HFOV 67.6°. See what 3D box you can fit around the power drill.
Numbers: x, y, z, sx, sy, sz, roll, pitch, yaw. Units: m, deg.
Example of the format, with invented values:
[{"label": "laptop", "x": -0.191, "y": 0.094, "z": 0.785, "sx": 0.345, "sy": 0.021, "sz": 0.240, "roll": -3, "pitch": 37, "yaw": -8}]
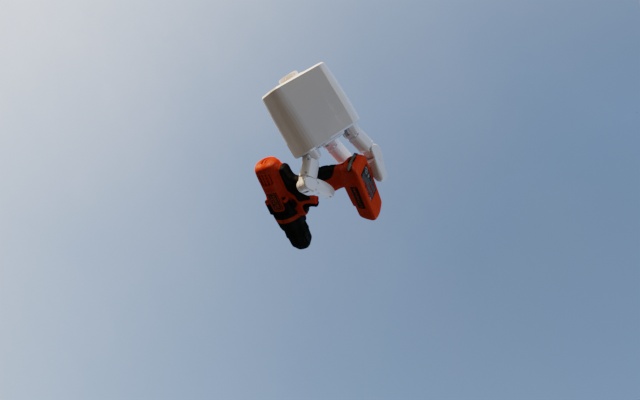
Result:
[{"label": "power drill", "x": 0.000, "y": 0.002, "z": 0.785, "sx": 0.187, "sy": 0.184, "sz": 0.057, "roll": -8, "pitch": 34, "yaw": 25}]
